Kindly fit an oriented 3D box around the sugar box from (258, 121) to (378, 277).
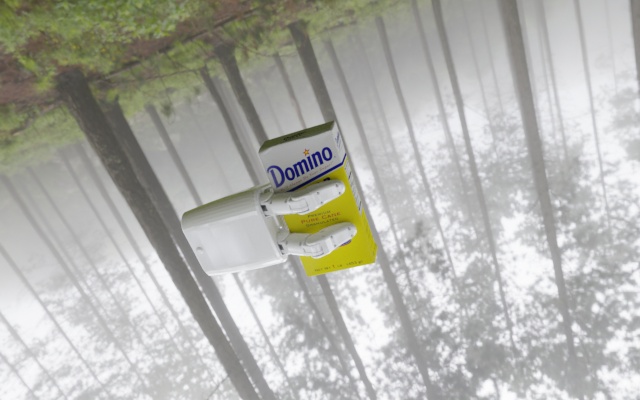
[{"bbox_3d":[0.000,0.002,0.577,0.093,0.176,0.048,-15,24,16],"label":"sugar box"}]
